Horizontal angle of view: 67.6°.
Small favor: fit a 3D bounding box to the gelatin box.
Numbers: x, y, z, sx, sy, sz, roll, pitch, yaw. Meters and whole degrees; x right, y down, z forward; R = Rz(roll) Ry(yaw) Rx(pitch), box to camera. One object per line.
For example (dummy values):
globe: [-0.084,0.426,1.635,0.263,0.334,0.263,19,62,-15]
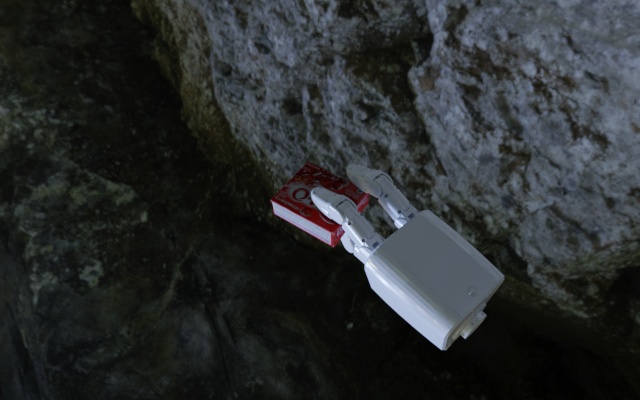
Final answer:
gelatin box: [0.000,0.002,0.551,0.089,0.073,0.030,28,-32,23]
